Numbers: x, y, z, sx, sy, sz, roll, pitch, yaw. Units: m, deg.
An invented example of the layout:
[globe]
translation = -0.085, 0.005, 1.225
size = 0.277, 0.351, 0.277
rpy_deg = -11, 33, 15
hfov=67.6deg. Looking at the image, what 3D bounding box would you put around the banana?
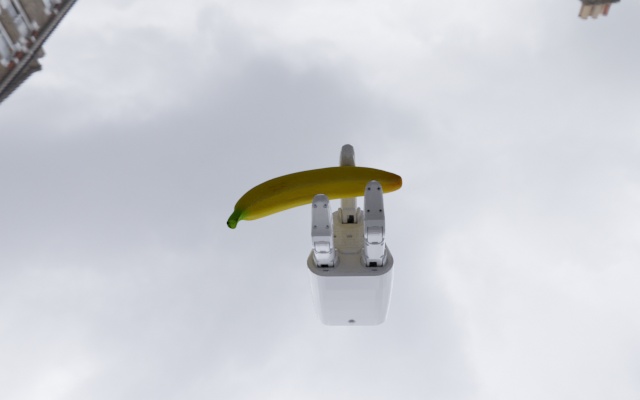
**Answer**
[banana]
translation = -0.010, -0.007, 0.525
size = 0.198, 0.037, 0.069
rpy_deg = -15, 38, -16
